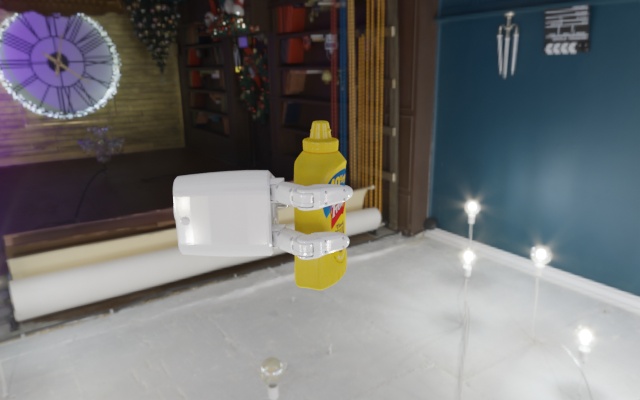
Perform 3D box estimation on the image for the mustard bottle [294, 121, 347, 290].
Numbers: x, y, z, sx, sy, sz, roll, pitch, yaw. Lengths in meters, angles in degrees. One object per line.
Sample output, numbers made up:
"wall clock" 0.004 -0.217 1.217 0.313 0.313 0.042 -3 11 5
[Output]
"mustard bottle" 0.000 0.002 0.571 0.058 0.192 0.096 6 17 22
